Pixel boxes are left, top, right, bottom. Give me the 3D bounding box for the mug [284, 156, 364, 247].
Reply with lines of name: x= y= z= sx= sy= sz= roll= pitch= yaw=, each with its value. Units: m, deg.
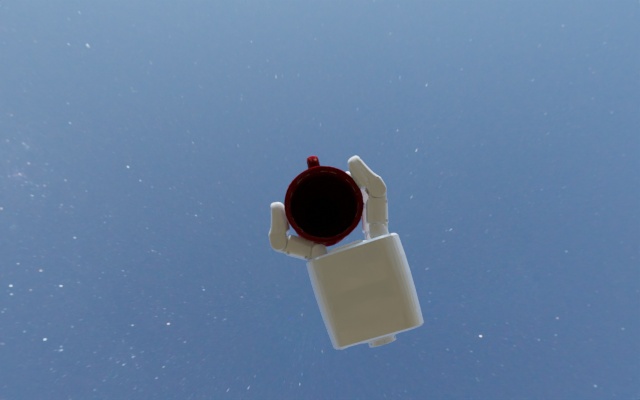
mug: x=0.000 y=0.001 z=0.598 sx=0.093 sy=0.117 sz=0.081 roll=-14 pitch=-13 yaw=-5
